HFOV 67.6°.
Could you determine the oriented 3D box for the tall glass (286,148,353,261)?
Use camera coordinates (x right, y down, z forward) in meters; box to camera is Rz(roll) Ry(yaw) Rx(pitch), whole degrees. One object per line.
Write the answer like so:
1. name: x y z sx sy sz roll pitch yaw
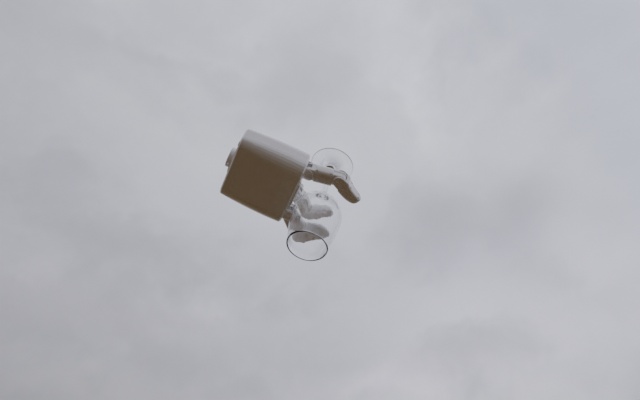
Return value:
1. tall glass: 0.000 0.002 0.758 0.079 0.079 0.201 0 40 15
